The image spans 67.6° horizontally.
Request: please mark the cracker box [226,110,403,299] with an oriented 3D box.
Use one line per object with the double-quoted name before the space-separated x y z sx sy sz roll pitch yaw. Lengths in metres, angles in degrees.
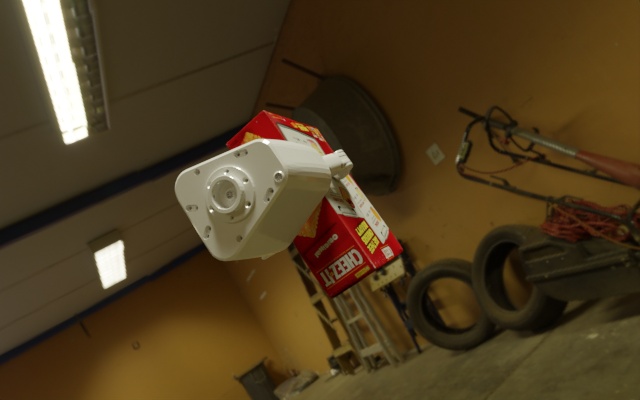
"cracker box" 0.000 0.002 0.589 0.072 0.213 0.164 -38 -11 17
